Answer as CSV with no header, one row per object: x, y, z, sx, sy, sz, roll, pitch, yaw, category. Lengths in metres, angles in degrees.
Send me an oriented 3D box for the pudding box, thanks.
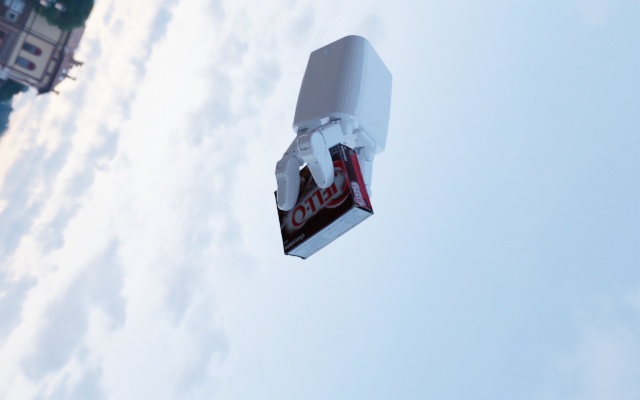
0.000,0.002,0.539,0.039,0.090,0.113,21,-47,-39,pudding box
